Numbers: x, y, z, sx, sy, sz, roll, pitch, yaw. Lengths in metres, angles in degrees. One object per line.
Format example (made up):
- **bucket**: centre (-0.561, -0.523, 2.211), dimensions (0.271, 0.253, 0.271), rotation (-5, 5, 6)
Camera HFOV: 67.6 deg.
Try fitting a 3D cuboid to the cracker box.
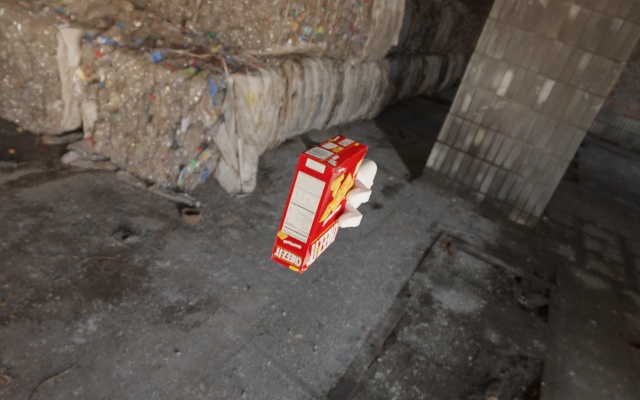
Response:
- **cracker box**: centre (0.000, 0.003, 0.864), dimensions (0.072, 0.214, 0.164), rotation (25, 26, 16)
